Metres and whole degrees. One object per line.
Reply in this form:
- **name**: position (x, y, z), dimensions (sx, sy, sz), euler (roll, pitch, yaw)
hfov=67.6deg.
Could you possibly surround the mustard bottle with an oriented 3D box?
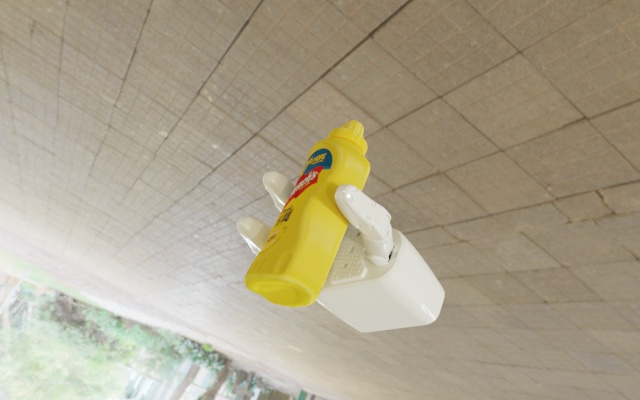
- **mustard bottle**: position (0.000, 0.001, 0.445), dimensions (0.058, 0.191, 0.096), euler (33, -27, -14)
